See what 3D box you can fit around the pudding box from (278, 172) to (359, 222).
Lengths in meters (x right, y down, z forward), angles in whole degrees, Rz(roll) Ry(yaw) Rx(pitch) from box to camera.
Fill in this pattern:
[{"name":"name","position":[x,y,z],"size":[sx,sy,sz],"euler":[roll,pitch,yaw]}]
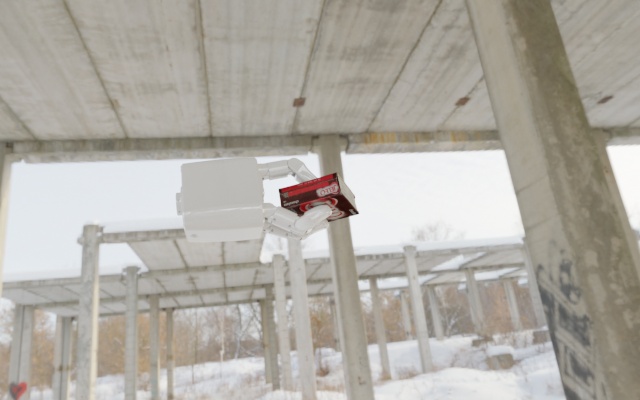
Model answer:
[{"name":"pudding box","position":[0.000,0.002,0.705],"size":[0.090,0.039,0.113],"euler":[-14,-18,14]}]
